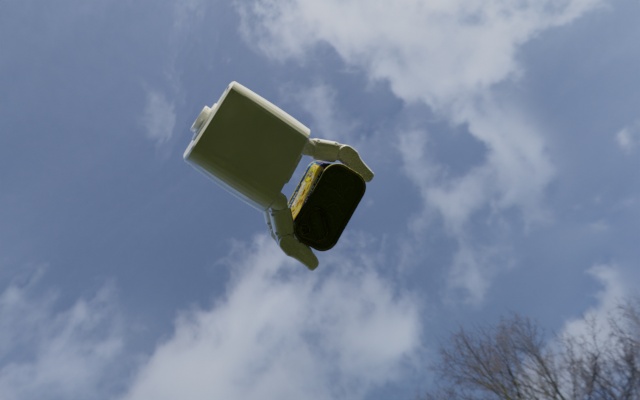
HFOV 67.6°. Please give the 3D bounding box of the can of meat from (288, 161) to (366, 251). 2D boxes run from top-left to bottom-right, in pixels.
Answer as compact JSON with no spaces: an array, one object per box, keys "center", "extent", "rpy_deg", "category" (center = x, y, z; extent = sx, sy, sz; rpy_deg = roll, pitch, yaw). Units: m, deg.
[{"center":[0.000,0.002,0.589],"extent":[0.057,0.102,0.084],"rpy_deg":[29,1,-19],"category":"can of meat"}]
